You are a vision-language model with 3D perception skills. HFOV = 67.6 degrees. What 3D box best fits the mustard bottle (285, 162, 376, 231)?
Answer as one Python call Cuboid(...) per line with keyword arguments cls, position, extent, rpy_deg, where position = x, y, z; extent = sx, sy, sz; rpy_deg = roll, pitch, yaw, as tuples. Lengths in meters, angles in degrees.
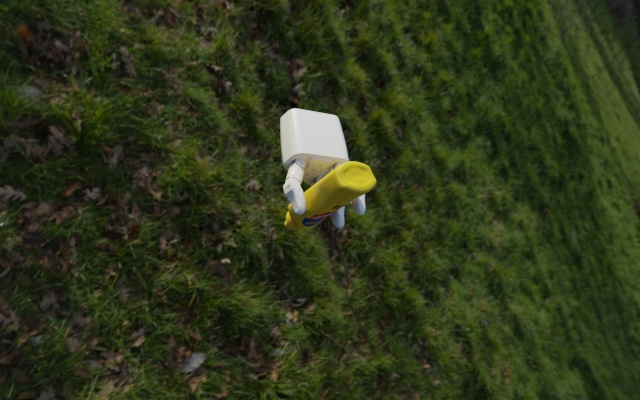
Cuboid(cls="mustard bottle", position=(0.000, 0.003, 0.825), extent=(0.096, 0.058, 0.192), rpy_deg=(-13, -17, -49))
